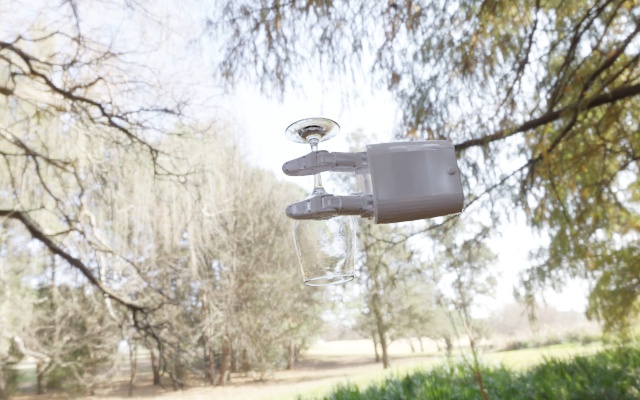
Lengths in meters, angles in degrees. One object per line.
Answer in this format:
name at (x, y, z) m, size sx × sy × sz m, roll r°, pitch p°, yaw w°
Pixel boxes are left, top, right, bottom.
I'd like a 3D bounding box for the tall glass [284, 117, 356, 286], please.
tall glass at (0.000, 0.001, 0.597) m, size 0.079 × 0.201 × 0.079 m, roll -5°, pitch -18°, yaw -2°
